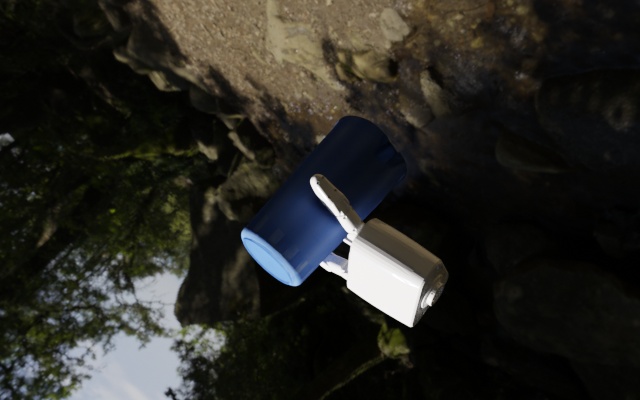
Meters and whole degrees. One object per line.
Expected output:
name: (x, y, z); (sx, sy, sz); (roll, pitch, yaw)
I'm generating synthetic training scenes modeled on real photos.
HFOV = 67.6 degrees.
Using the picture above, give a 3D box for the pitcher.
pitcher: (0.000, 0.002, 0.697); (0.145, 0.242, 0.149); (32, -25, 27)
